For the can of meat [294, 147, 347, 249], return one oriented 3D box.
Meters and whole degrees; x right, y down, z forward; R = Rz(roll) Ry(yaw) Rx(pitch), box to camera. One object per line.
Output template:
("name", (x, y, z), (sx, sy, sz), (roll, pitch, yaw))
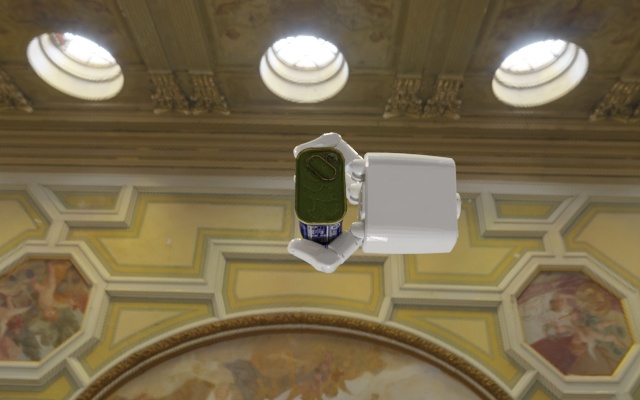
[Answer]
("can of meat", (0.000, 0.002, 0.569), (0.057, 0.102, 0.084), (-1, -30, 0))
